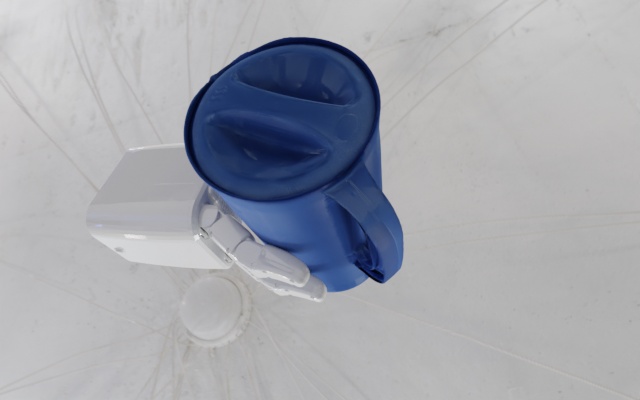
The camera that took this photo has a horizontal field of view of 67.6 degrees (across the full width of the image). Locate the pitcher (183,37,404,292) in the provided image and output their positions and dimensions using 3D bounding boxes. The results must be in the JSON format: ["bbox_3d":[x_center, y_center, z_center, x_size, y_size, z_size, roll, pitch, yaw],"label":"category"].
[{"bbox_3d":[0.000,0.001,0.406,0.145,0.149,0.243,-1,-28,12],"label":"pitcher"}]
